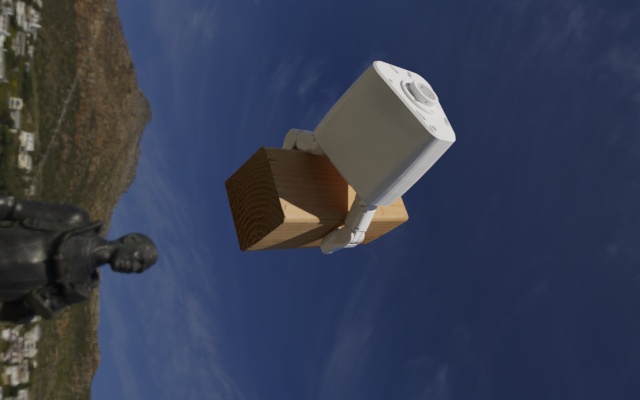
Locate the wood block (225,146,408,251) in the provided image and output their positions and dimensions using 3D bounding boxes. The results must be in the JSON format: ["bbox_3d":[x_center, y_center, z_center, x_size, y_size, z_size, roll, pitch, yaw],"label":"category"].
[{"bbox_3d":[0.001,0.002,0.588,0.206,0.090,0.090,2,-27,-43],"label":"wood block"}]
